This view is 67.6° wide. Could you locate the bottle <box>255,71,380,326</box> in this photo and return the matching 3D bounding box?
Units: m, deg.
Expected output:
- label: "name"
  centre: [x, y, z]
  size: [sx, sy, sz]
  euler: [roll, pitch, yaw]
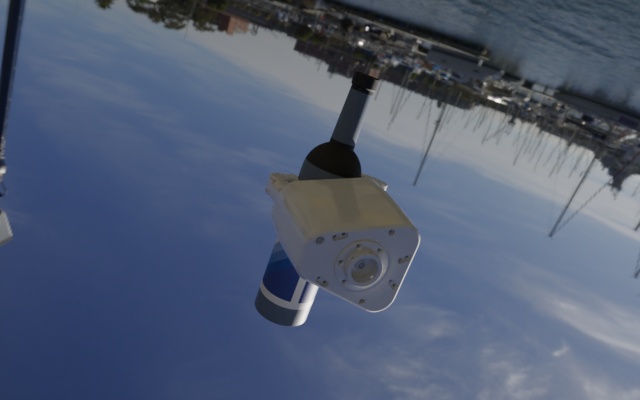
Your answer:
- label: "bottle"
  centre: [0.000, 0.002, 0.539]
  size: [0.069, 0.296, 0.069]
  euler: [18, 18, -6]
